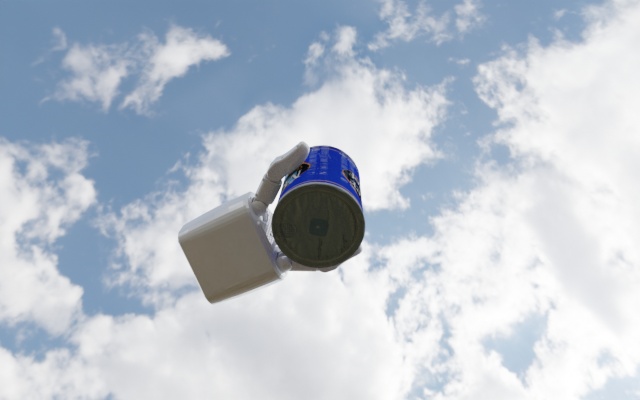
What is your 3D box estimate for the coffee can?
[{"bbox_3d":[0.000,0.002,0.580,0.103,0.103,0.140,0,24,2],"label":"coffee can"}]
